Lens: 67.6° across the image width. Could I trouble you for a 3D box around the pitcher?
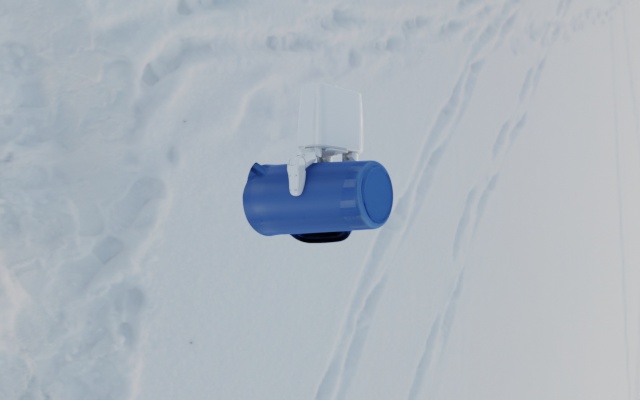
[{"bbox_3d":[0.000,0.002,0.816,0.243,0.145,0.149,-2,-5,38],"label":"pitcher"}]
